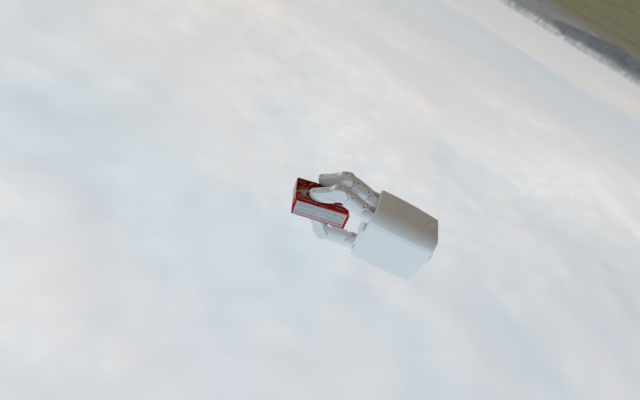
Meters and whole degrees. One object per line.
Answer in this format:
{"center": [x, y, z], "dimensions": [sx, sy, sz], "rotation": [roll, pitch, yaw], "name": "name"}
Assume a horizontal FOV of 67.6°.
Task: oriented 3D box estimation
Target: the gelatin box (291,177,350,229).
{"center": [0.000, 0.003, 0.753], "dimensions": [0.089, 0.030, 0.073], "rotation": [17, 29, -9], "name": "gelatin box"}
